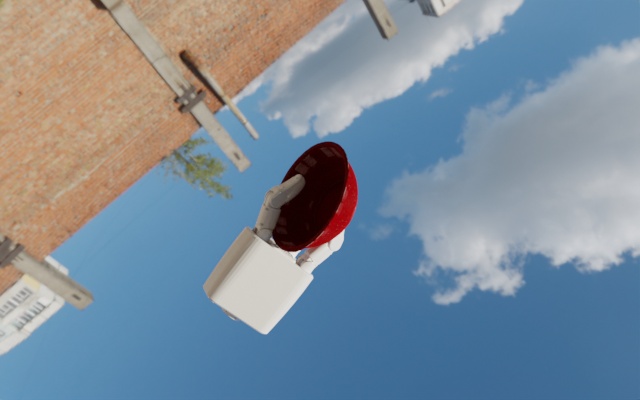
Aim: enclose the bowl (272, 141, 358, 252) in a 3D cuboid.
[{"bbox_3d":[0.001,0.001,0.658,0.055,0.162,0.162,26,-15,-33],"label":"bowl"}]
